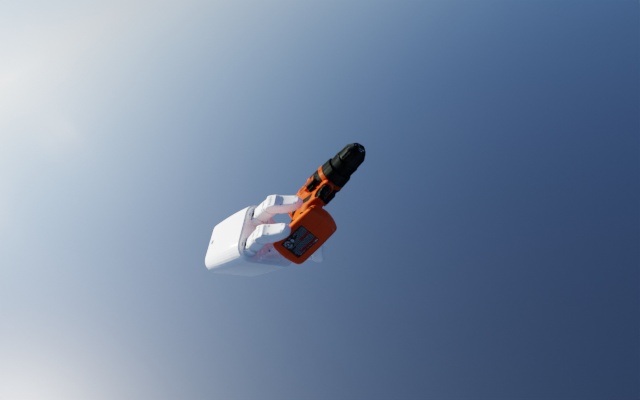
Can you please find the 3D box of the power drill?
[{"bbox_3d":[0.000,0.003,0.764,0.057,0.184,0.187,38,28,-10],"label":"power drill"}]
